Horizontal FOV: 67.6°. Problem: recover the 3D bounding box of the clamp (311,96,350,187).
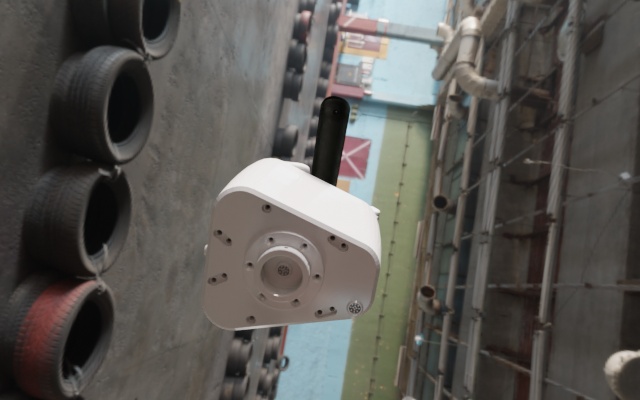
[{"bbox_3d":[0.001,0.002,0.481,0.036,0.210,0.164,9,12,1],"label":"clamp"}]
